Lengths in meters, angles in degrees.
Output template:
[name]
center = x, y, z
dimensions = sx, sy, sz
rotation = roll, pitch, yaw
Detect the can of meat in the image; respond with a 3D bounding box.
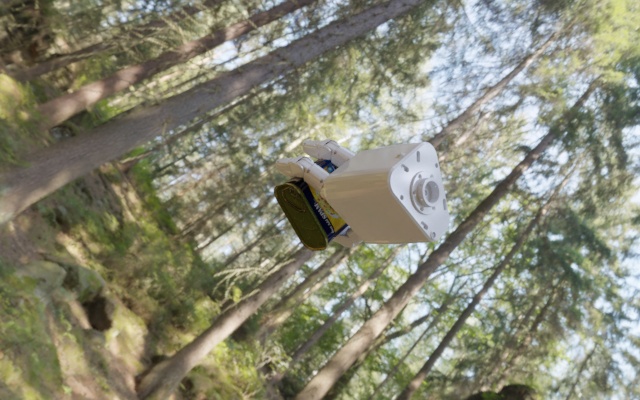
[can of meat]
center = 0.000, 0.002, 0.642
dimensions = 0.084, 0.102, 0.057
rotation = -38, 16, -33
